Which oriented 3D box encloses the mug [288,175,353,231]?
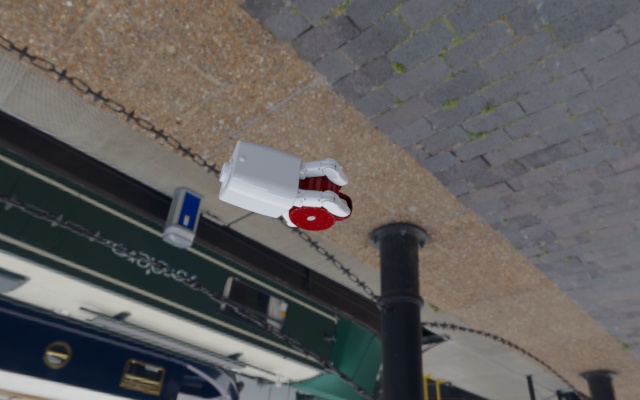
[{"bbox_3d":[0.001,0.003,0.822,0.117,0.081,0.093,17,-35,-16],"label":"mug"}]
